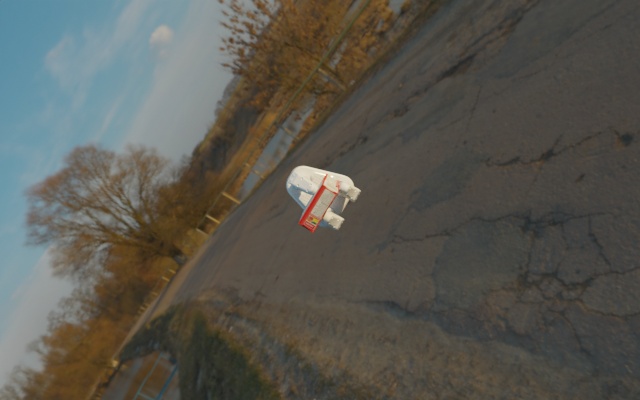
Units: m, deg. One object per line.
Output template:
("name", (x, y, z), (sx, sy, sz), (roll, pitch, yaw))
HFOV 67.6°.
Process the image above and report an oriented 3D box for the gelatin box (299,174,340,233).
("gelatin box", (0.000, 0.002, 0.749), (0.030, 0.073, 0.089), (31, 14, -3))
